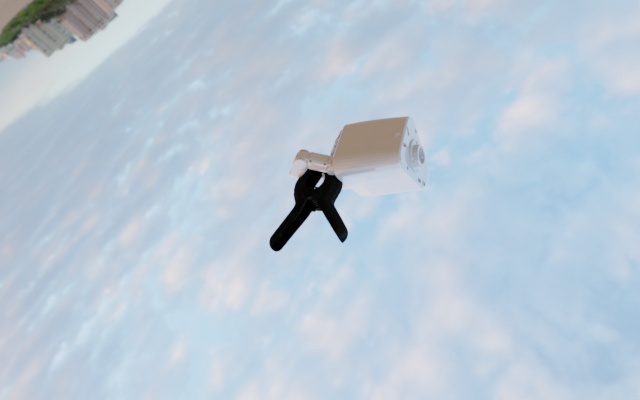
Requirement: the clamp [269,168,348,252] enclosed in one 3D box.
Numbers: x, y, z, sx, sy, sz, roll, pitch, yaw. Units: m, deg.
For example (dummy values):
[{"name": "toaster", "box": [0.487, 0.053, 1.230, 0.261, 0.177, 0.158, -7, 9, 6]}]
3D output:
[{"name": "clamp", "box": [0.000, 0.003, 0.708, 0.120, 0.171, 0.039, 2, -35, 25]}]
